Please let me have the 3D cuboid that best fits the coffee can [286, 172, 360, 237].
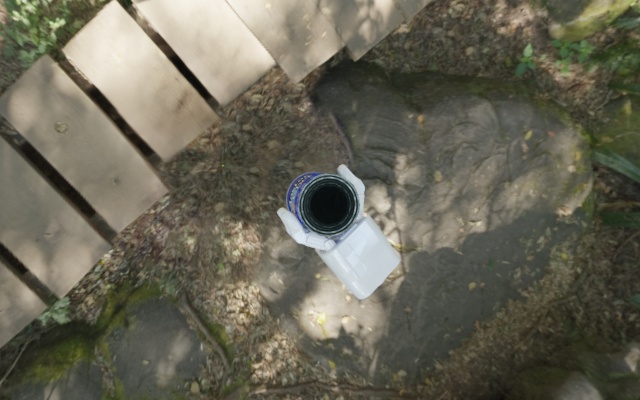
[{"bbox_3d":[0.000,0.003,0.831,0.103,0.103,0.140,0,4,-12],"label":"coffee can"}]
